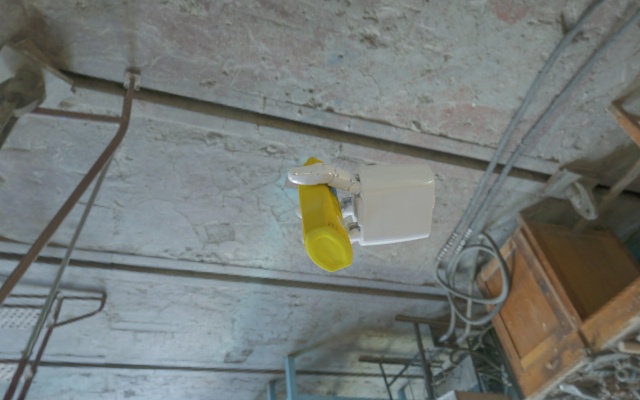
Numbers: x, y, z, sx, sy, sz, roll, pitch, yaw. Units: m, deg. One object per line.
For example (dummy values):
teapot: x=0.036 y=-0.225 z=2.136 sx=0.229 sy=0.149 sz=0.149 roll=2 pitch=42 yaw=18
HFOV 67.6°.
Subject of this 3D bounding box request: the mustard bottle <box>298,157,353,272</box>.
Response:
mustard bottle: x=0.000 y=0.003 z=0.694 sx=0.058 sy=0.191 sz=0.096 roll=-23 pitch=-46 yaw=12
